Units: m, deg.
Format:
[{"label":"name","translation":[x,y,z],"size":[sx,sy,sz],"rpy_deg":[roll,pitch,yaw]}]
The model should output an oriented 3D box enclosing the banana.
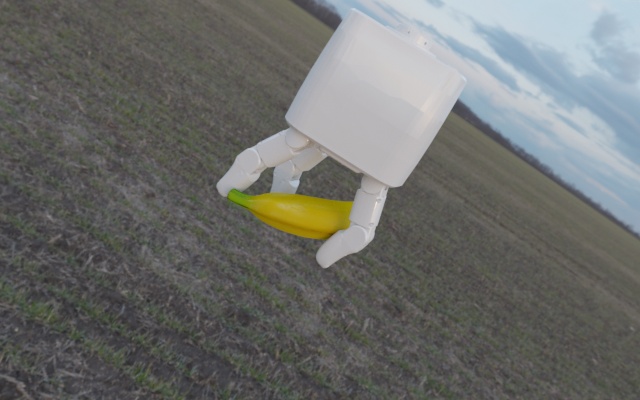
[{"label":"banana","translation":[0.008,0.012,0.473],"size":[0.198,0.037,0.069],"rpy_deg":[9,28,-46]}]
